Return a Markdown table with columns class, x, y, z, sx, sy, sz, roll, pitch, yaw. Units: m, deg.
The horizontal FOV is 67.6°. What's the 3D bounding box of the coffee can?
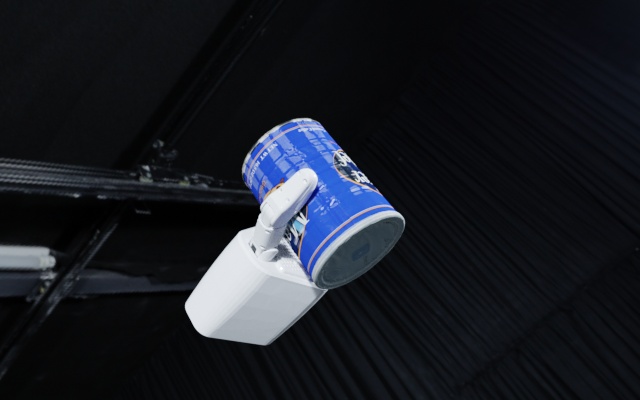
| class | x | y | z | sx | sy | sz | roll | pitch | yaw |
| --- | --- | --- | --- | --- | --- | --- | --- | --- | --- |
| coffee can | 0.000 | 0.002 | 0.475 | 0.103 | 0.103 | 0.140 | 0 | 44 | -50 |
